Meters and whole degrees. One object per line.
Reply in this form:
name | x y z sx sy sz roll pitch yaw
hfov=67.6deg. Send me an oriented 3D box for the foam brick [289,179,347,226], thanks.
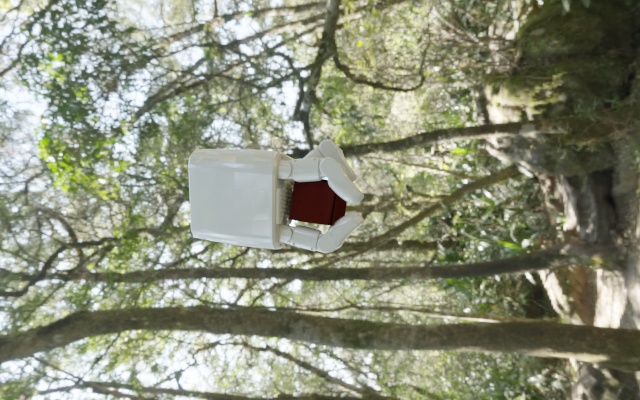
foam brick | 0.000 0.002 0.571 0.051 0.053 0.078 7 -2 12
